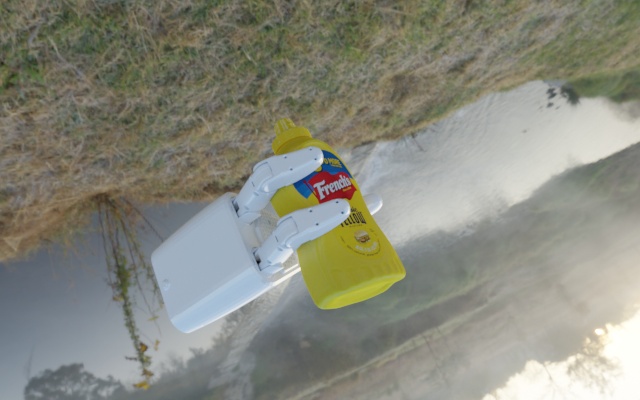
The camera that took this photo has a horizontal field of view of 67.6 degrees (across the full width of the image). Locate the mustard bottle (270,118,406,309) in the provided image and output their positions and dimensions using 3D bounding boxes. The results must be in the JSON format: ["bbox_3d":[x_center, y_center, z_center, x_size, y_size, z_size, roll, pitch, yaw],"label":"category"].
[{"bbox_3d":[0.000,0.001,0.449,0.096,0.191,0.058,-6,-30,-41],"label":"mustard bottle"}]
